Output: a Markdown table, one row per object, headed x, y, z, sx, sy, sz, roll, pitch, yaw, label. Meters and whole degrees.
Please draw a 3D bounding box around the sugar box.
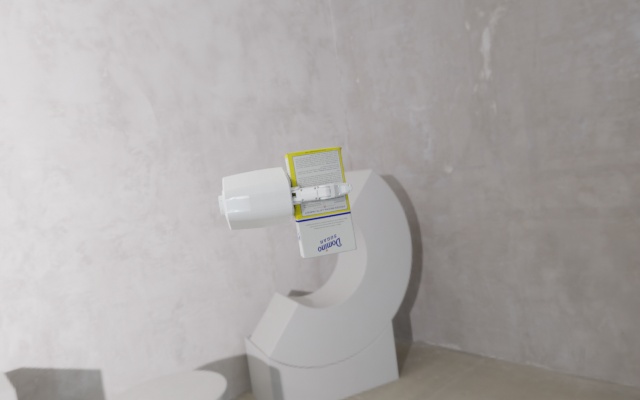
| x | y | z | sx | sy | sz | roll | pitch | yaw | label |
| --- | --- | --- | --- | --- | --- | --- | --- | --- | --- |
| 0.000 | 0.003 | 0.801 | 0.093 | 0.176 | 0.048 | -9 | 4 | -10 | sugar box |
